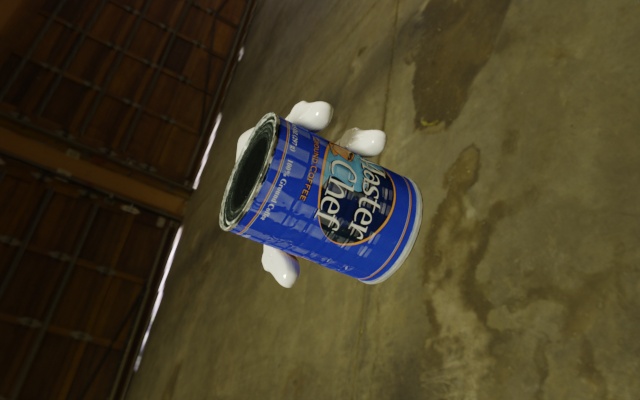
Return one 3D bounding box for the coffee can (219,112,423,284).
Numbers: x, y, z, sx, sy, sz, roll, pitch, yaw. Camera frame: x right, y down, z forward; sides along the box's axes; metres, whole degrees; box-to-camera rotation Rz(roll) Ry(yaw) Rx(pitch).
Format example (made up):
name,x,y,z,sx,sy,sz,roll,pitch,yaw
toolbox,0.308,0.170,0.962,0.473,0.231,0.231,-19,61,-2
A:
name,x,y,z,sx,sy,sz,roll,pitch,yaw
coffee can,0.000,0.001,0.407,0.140,0.103,0.103,23,-9,-22
